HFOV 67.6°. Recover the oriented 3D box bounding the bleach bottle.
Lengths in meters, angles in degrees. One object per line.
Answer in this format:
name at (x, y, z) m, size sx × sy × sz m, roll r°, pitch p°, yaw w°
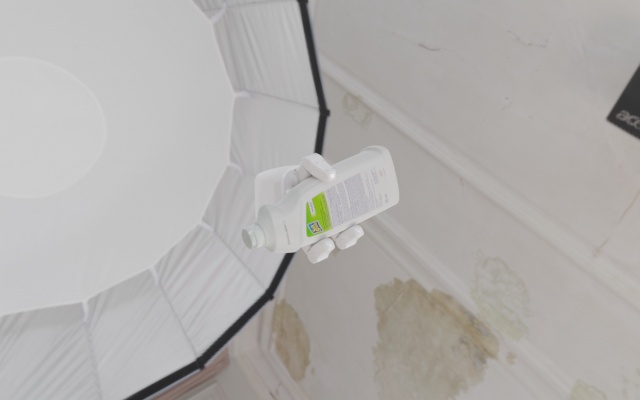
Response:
bleach bottle at (0.000, 0.002, 0.689) m, size 0.251 × 0.102 × 0.068 m, roll -22°, pitch 14°, yaw -31°
